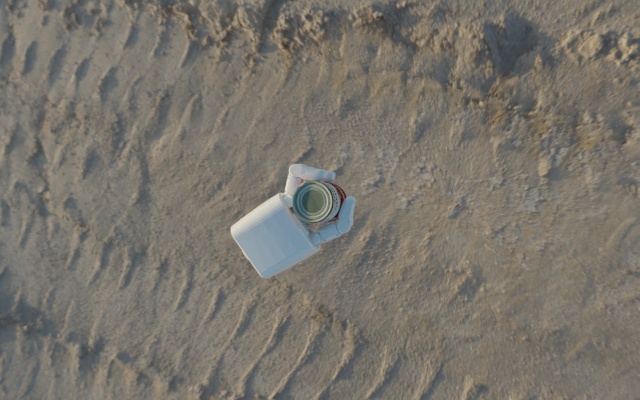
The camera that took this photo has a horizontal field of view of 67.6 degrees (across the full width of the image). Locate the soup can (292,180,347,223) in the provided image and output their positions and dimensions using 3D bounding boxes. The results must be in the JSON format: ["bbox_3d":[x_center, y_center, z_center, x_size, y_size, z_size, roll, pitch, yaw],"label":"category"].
[{"bbox_3d":[0.001,0.002,0.774,0.068,0.068,0.102,0,-1,15],"label":"soup can"}]
